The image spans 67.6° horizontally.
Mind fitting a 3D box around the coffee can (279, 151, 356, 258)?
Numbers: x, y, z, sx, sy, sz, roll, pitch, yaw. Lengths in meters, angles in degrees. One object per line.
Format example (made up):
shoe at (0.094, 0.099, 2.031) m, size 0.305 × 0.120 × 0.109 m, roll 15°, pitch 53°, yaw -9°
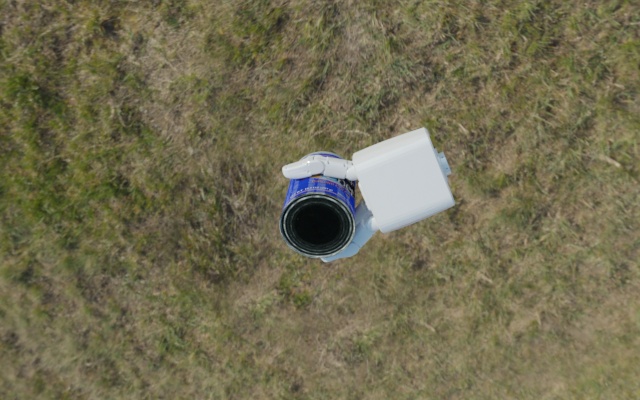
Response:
coffee can at (0.000, 0.002, 0.694) m, size 0.103 × 0.103 × 0.140 m, roll 0°, pitch 28°, yaw 4°
